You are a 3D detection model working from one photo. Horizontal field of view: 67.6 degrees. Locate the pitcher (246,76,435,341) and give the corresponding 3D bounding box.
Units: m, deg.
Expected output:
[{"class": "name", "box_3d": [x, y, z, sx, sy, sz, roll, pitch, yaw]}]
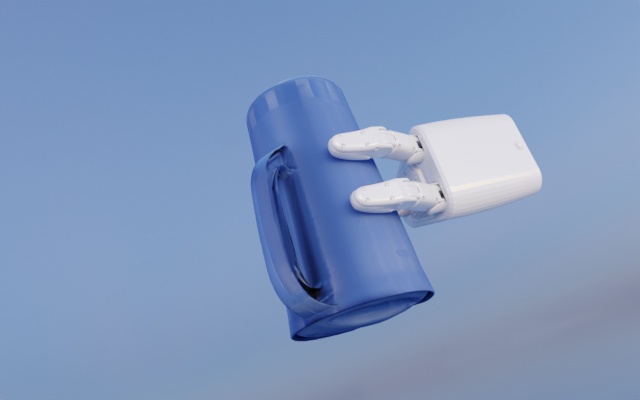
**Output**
[{"class": "pitcher", "box_3d": [0.000, 0.001, 0.457, 0.145, 0.242, 0.149, -13, -23, -14]}]
